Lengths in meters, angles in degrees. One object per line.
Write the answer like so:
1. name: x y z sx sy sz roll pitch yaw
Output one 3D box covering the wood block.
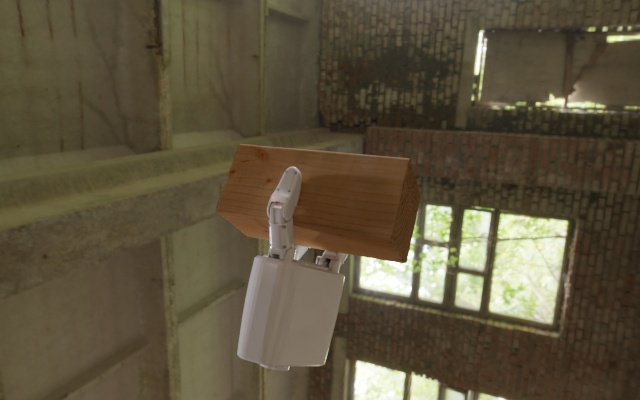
1. wood block: 0.000 0.002 0.549 0.206 0.090 0.091 7 -22 22
